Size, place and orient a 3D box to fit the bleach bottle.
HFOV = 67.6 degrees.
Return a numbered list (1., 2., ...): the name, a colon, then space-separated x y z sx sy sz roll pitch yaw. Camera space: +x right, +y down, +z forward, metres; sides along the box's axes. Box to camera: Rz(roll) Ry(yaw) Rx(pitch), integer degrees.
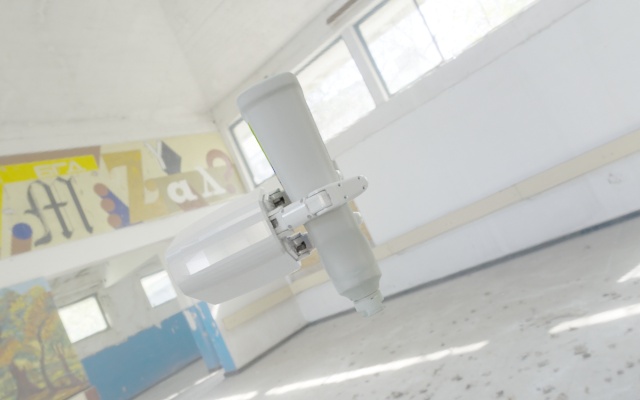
1. bleach bottle: 0.000 0.002 0.491 0.068 0.251 0.102 -26 -5 0
